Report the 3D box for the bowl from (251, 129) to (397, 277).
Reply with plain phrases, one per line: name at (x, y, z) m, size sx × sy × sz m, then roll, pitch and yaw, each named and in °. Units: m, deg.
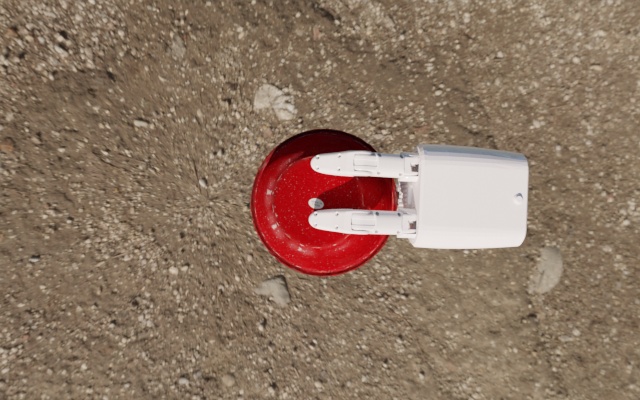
bowl at (-0.001, 0.002, 0.497) m, size 0.162 × 0.162 × 0.055 m, roll 0°, pitch -1°, yaw 6°
